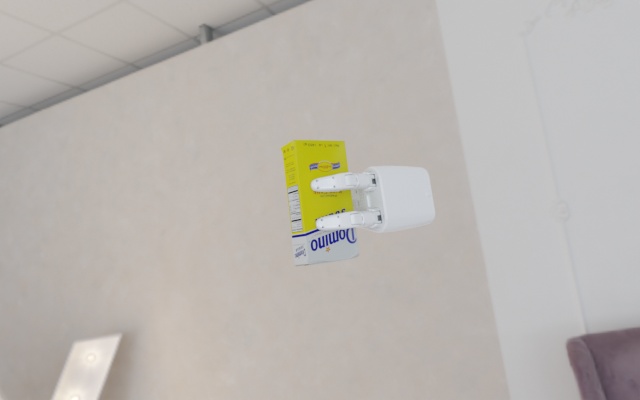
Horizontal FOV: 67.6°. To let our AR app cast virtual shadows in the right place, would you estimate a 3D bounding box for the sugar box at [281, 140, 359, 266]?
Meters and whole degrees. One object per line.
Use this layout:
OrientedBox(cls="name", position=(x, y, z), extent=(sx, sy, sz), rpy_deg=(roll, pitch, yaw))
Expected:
OrientedBox(cls="sugar box", position=(0.001, 0.002, 0.695), extent=(0.093, 0.176, 0.048), rpy_deg=(-5, -8, -34))
